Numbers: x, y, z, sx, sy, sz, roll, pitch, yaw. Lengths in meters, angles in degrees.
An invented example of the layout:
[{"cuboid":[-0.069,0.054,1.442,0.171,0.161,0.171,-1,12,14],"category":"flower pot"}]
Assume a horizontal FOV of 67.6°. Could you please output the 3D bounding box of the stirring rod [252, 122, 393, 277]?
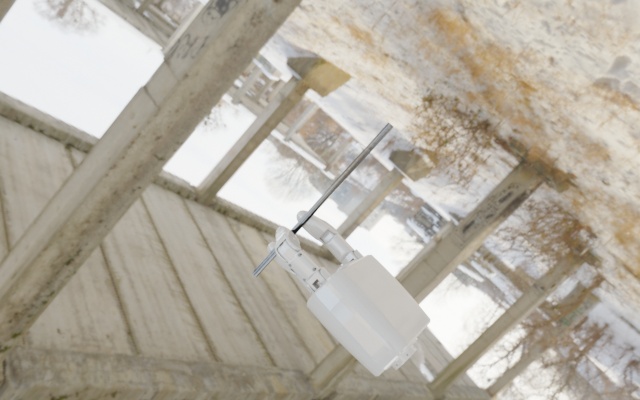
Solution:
[{"cuboid":[0.000,0.002,0.560,0.011,0.239,0.011,41,9,-8],"category":"stirring rod"}]
